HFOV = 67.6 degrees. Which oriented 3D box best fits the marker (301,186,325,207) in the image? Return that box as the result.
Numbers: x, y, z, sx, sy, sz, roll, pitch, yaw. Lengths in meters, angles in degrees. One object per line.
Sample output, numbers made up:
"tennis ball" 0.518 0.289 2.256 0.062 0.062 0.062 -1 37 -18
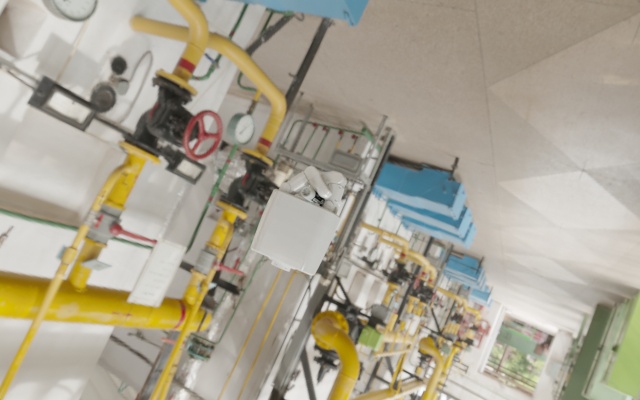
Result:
"marker" 0.000 0.002 0.779 0.020 0.020 0.121 0 -15 22
